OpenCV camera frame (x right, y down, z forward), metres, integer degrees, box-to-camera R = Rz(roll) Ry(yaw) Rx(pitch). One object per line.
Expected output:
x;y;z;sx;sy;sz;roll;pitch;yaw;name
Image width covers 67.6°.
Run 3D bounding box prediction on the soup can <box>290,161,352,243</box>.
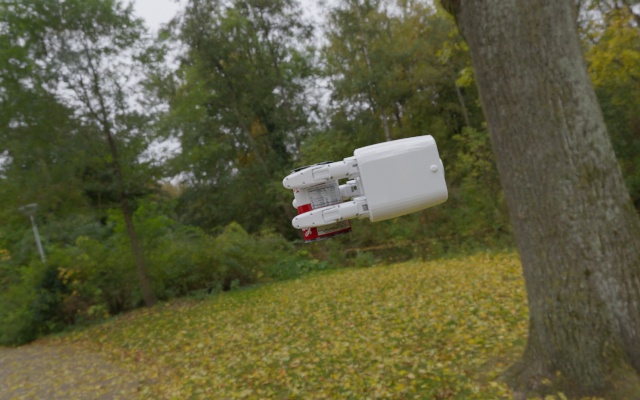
0.000;0.002;0.671;0.068;0.102;0.068;-13;-1;0;soup can
